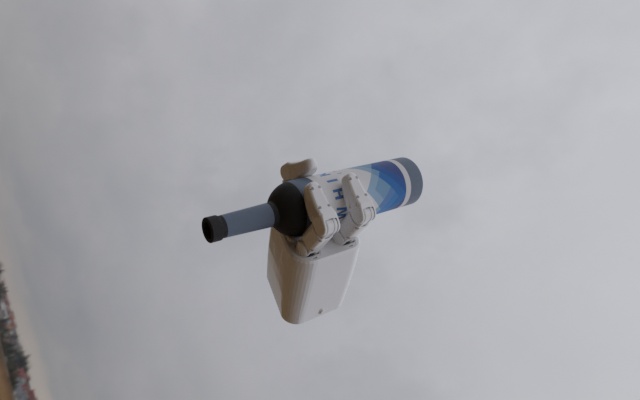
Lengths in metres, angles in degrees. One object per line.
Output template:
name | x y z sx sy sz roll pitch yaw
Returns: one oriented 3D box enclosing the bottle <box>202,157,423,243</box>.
bottle | 0.000 0.002 0.574 0.295 0.069 0.069 -14 8 -35
